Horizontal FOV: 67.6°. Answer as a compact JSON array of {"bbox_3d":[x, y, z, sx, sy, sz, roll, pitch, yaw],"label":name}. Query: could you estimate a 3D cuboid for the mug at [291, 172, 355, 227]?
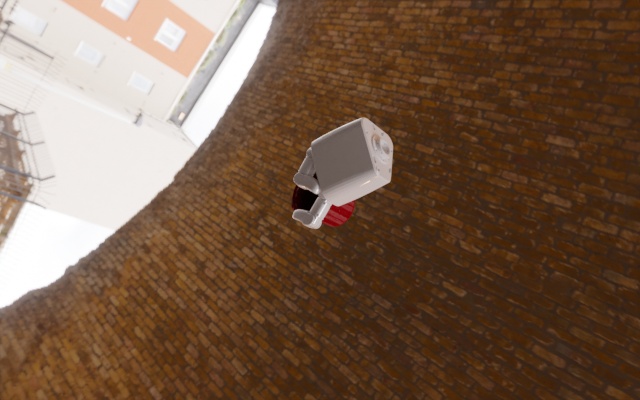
[{"bbox_3d":[-0.001,0.003,0.880,0.117,0.093,0.081,-23,-33,35],"label":"mug"}]
